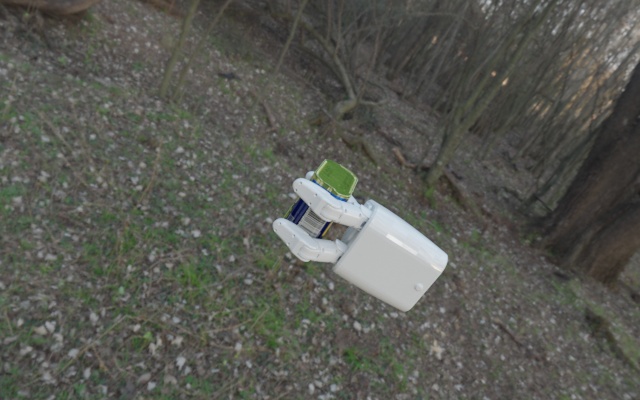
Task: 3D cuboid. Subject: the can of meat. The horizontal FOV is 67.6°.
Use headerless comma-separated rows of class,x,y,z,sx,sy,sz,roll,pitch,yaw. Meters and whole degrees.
can of meat,0.000,0.002,0.600,0.057,0.084,0.102,34,22,-1
